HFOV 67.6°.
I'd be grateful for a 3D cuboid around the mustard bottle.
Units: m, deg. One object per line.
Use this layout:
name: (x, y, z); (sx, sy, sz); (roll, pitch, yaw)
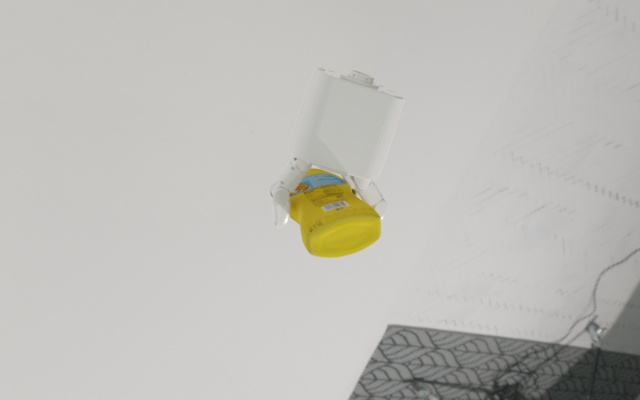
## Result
mustard bottle: (0.000, 0.003, 0.644); (0.096, 0.058, 0.191); (-15, 31, -14)
